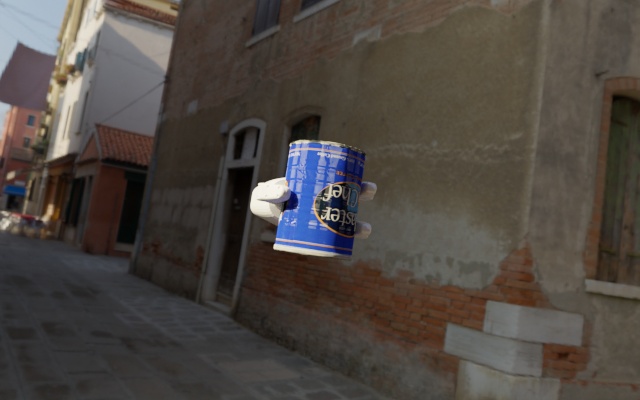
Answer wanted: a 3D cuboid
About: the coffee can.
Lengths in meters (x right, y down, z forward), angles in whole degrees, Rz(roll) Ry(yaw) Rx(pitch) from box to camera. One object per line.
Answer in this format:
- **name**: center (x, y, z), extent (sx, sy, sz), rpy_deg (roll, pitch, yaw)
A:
- **coffee can**: center (0.000, 0.002, 0.626), extent (0.103, 0.140, 0.103), rpy_deg (8, -5, 1)
